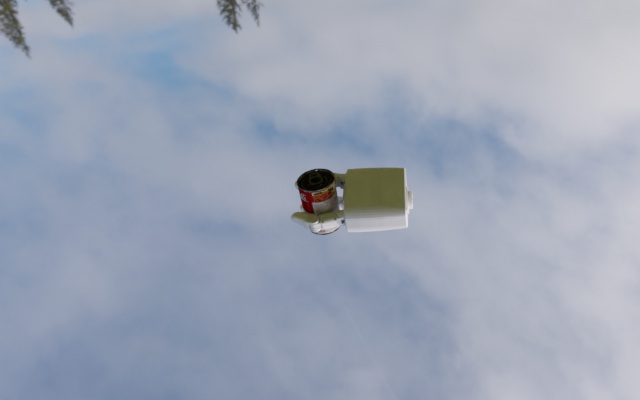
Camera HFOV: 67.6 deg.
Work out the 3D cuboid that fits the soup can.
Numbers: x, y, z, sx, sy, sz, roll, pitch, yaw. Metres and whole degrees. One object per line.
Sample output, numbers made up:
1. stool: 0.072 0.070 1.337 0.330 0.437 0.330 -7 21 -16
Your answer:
1. soup can: 0.000 0.003 0.857 0.068 0.102 0.068 -8 37 6
